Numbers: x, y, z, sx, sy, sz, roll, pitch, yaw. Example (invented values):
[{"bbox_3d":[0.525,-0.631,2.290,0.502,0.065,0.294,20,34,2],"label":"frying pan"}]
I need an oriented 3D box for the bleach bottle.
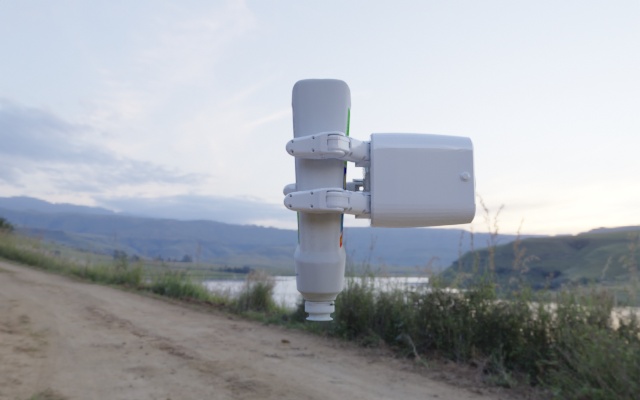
[{"bbox_3d":[0.000,0.002,0.526,0.068,0.251,0.102,0,-8,1],"label":"bleach bottle"}]
